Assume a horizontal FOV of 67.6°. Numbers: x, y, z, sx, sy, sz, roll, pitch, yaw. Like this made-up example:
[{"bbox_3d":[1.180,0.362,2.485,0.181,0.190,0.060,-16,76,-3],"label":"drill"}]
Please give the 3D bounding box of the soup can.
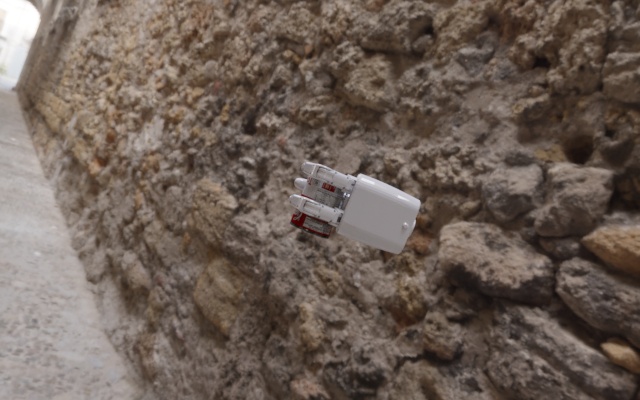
[{"bbox_3d":[0.000,0.002,0.771,0.068,0.102,0.068,22,2,-1],"label":"soup can"}]
